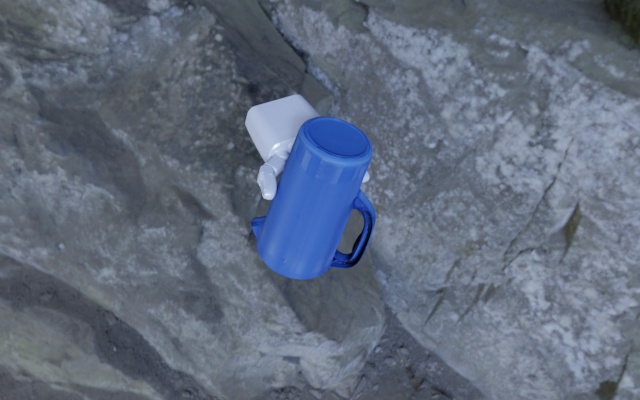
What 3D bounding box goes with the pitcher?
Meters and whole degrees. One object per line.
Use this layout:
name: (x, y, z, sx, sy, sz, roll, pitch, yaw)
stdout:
pitcher: (0.000, 0.002, 0.729, 0.149, 0.243, 0.145, -8, 49, -30)
